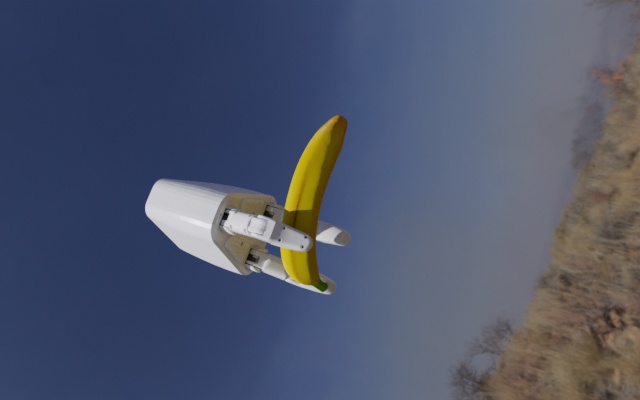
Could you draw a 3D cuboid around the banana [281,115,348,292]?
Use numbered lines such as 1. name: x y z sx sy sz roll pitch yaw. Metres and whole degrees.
1. banana: -0.010 0.006 0.506 0.037 0.198 0.069 14 11 29
